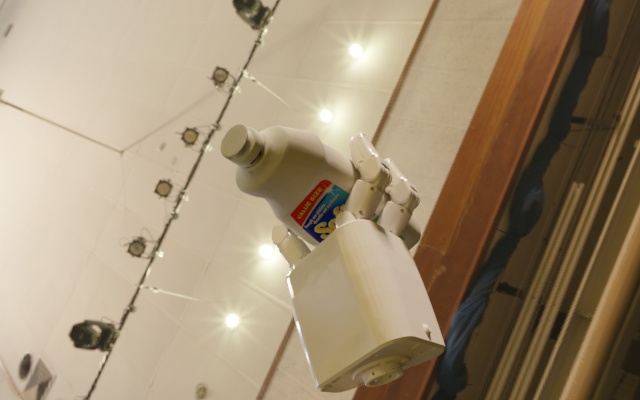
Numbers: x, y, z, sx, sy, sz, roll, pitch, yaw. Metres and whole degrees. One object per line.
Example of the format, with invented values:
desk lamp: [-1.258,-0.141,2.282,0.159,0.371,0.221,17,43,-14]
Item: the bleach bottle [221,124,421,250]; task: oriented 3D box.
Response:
bleach bottle: [0.000,0.001,0.458,0.102,0.068,0.251,-34,-37,21]
